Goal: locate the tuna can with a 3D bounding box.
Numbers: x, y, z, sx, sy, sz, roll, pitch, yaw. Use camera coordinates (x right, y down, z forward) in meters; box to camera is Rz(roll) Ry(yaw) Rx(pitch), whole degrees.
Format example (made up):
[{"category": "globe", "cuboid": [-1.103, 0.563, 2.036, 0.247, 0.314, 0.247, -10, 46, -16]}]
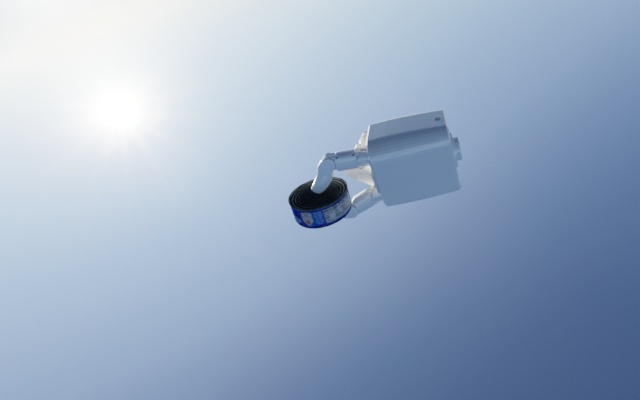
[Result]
[{"category": "tuna can", "cuboid": [0.000, 0.003, 0.674, 0.086, 0.034, 0.086, -13, 30, 8]}]
